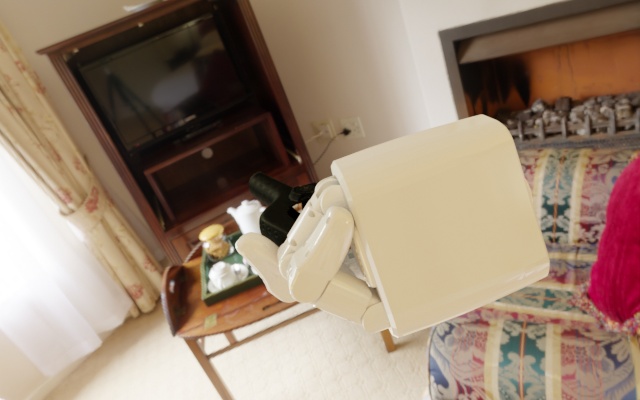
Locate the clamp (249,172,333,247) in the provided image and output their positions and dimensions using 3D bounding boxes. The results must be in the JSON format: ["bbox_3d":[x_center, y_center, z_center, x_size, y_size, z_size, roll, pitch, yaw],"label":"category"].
[{"bbox_3d":[0.000,0.001,0.405,0.120,0.039,0.171,-17,26,-2],"label":"clamp"}]
